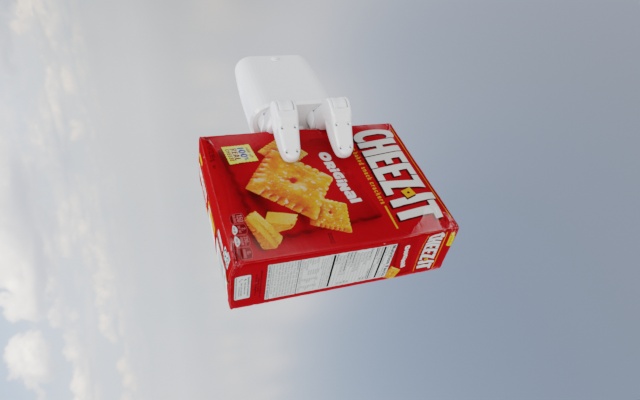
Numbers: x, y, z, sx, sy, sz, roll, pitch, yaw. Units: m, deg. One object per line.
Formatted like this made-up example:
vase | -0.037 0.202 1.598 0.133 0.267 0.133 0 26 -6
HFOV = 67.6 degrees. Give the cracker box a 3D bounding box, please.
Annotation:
cracker box | 0.000 0.002 0.470 0.213 0.164 0.072 -8 -42 -19
